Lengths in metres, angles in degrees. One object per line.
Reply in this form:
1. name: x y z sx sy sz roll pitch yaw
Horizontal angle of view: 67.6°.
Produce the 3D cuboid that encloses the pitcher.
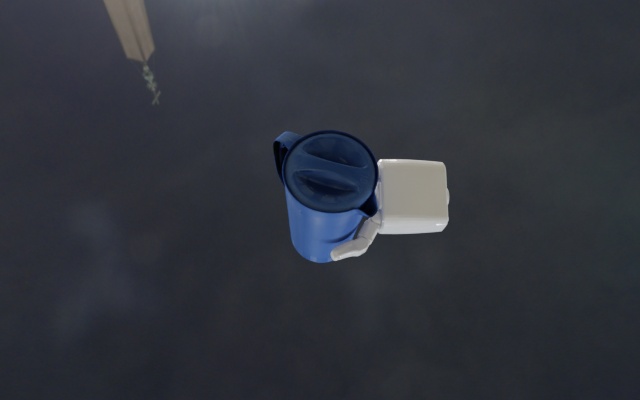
1. pitcher: 0.000 0.003 0.756 0.145 0.149 0.243 -1 -27 -5
